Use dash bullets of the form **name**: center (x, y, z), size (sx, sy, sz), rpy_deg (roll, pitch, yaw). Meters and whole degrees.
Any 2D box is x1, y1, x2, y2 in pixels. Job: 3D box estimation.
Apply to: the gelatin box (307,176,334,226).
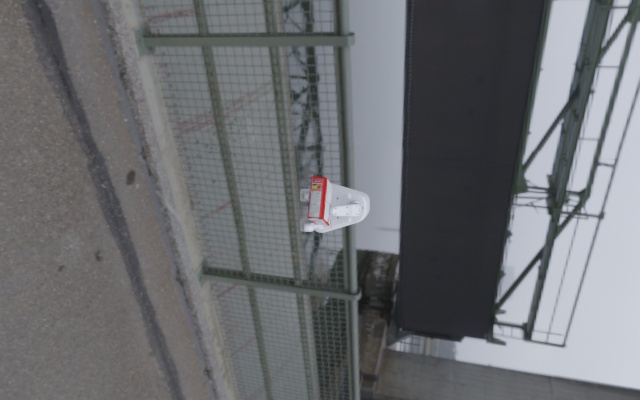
- **gelatin box**: center (0.001, 0.003, 0.834), size (0.030, 0.073, 0.089), rpy_deg (5, -9, 9)
